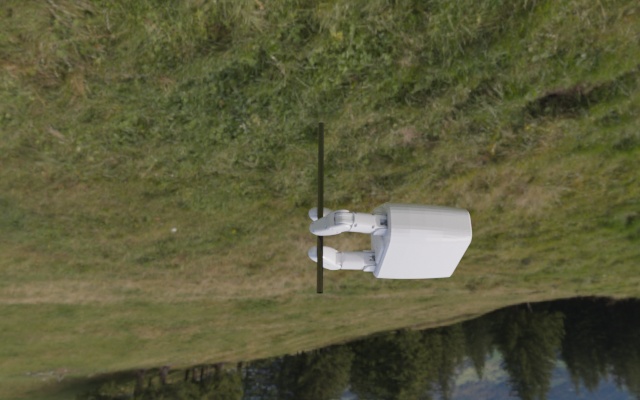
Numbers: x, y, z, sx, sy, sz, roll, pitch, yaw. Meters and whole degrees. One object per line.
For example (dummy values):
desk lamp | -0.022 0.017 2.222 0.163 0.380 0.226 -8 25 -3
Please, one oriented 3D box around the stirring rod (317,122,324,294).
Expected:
stirring rod | 0.000 0.002 0.629 0.011 0.239 0.011 0 -23 0
